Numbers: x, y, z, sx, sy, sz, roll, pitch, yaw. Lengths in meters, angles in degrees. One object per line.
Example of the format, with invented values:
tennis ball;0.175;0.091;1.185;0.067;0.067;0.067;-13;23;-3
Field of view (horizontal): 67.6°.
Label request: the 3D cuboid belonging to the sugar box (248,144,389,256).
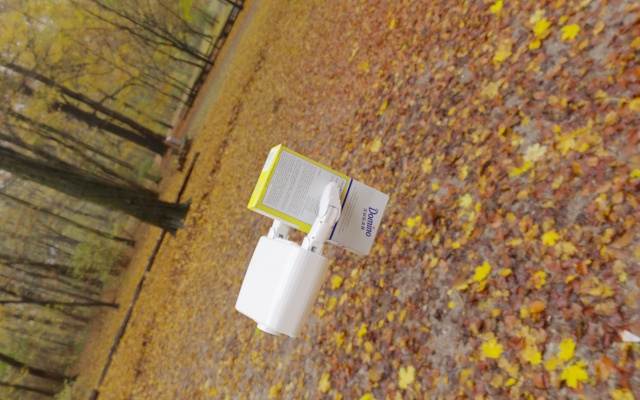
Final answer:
sugar box;0.000;0.002;0.658;0.176;0.093;0.048;26;-11;-20
